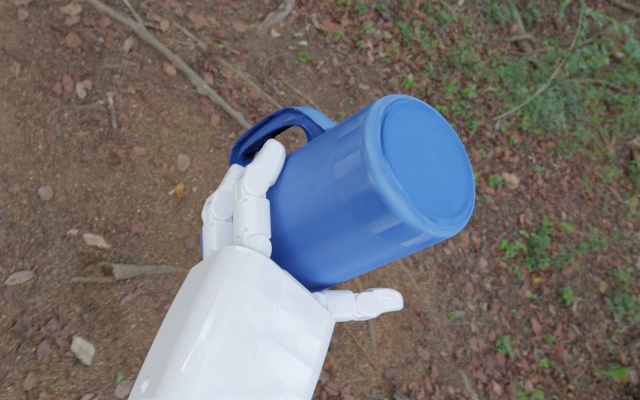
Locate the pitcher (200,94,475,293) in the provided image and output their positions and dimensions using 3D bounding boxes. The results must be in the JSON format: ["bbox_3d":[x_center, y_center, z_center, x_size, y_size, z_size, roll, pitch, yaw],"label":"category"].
[{"bbox_3d":[0.000,0.002,0.414,0.149,0.145,0.243,36,-37,-21],"label":"pitcher"}]
